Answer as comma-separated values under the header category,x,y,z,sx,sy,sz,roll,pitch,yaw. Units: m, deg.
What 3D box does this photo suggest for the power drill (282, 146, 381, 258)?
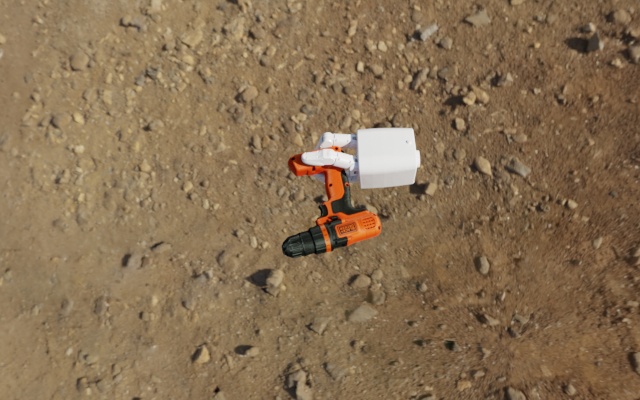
category,x,y,z,sx,sy,sz,roll,pitch,yaw
power drill,0.000,0.002,0.878,0.184,0.187,0.057,-14,-15,-12
